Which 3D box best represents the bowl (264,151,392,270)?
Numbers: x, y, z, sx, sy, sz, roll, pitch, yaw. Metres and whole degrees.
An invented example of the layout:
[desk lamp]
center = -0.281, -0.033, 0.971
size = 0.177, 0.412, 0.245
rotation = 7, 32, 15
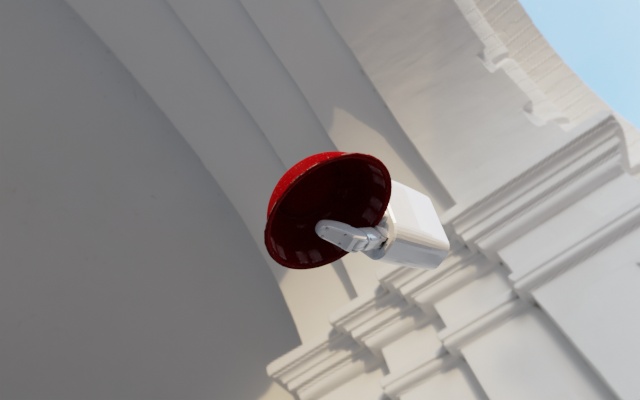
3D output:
[bowl]
center = -0.001, 0.001, 0.543
size = 0.162, 0.162, 0.055
rotation = 0, 36, -37
